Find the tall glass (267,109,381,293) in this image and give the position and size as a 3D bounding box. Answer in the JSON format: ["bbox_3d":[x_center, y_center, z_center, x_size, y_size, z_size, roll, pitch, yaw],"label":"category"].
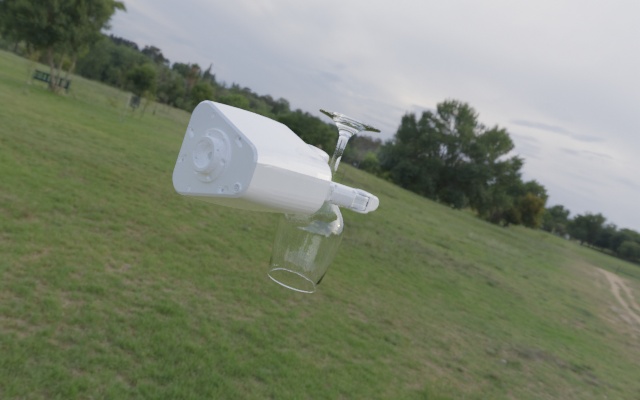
[{"bbox_3d":[0.000,0.001,0.552,0.079,0.201,0.079,19,6,-2],"label":"tall glass"}]
